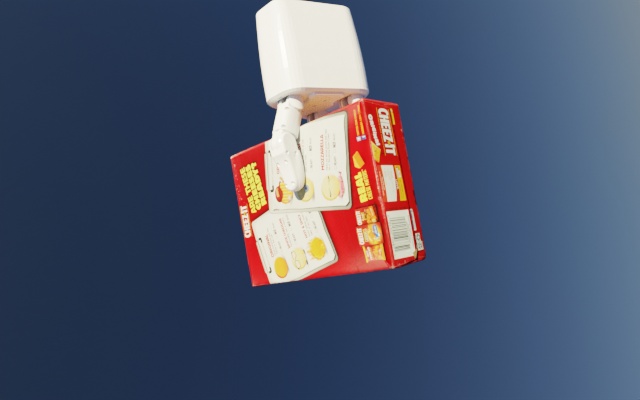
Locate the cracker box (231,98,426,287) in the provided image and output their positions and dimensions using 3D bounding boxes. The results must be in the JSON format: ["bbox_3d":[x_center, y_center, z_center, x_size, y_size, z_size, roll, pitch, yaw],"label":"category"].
[{"bbox_3d":[0.000,0.002,0.532,0.214,0.164,0.072,-16,-8,43],"label":"cracker box"}]
